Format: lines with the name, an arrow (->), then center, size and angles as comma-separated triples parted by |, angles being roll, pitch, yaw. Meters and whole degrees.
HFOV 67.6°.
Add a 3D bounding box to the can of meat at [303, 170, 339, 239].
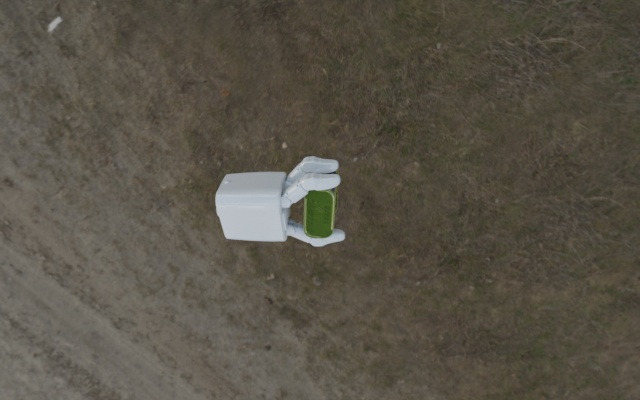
can of meat -> 0.000, 0.003, 0.812 | 0.057, 0.102, 0.084 | 3, 29, 2
